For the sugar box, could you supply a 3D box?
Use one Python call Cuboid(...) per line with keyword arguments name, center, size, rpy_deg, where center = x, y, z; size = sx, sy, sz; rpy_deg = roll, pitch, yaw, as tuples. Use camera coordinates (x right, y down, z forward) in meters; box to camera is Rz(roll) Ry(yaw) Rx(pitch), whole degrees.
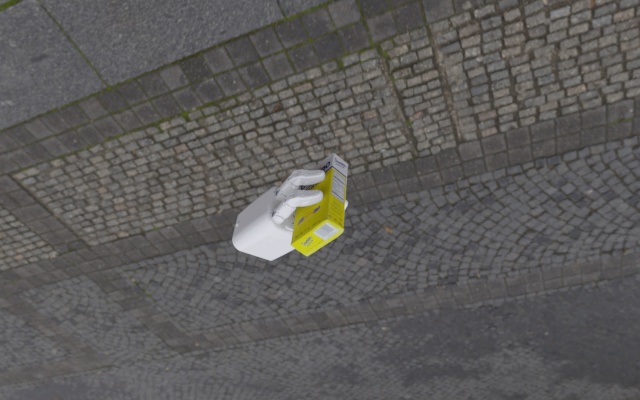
Cuboid(name="sugar box", center=(0.000, 0.003, 0.841), size=(0.048, 0.176, 0.093), rpy_deg=(35, -54, -27))
